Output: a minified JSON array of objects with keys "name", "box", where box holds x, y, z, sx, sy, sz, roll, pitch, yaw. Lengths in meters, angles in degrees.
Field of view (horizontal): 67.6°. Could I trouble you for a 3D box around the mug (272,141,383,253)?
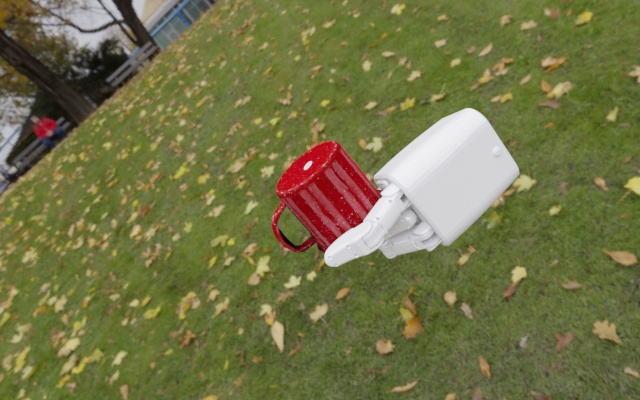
[{"name":"mug","box":[-0.001,0.002,0.489,0.117,0.081,0.093,-42,21,-3]}]
